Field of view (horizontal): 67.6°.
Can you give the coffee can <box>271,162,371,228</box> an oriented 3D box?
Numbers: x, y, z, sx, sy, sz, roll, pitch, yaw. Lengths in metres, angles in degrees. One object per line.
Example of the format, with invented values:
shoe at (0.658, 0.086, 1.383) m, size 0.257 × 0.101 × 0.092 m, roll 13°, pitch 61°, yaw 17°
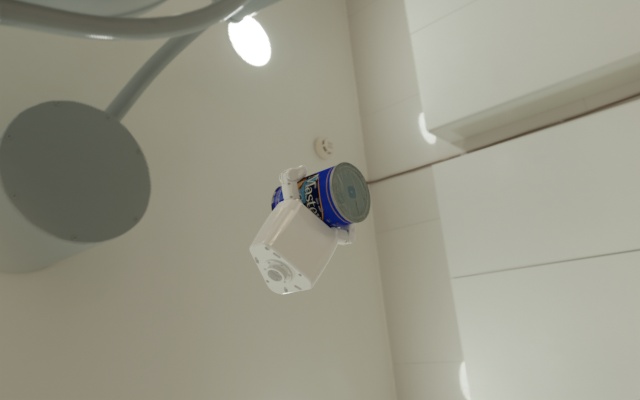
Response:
coffee can at (0.000, 0.003, 0.824) m, size 0.140 × 0.103 × 0.103 m, roll -18°, pitch -11°, yaw 38°
